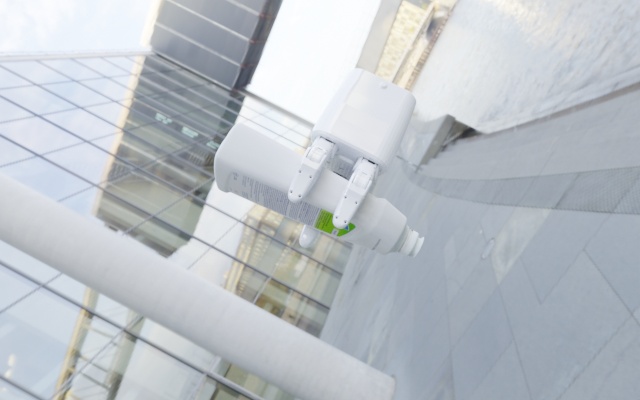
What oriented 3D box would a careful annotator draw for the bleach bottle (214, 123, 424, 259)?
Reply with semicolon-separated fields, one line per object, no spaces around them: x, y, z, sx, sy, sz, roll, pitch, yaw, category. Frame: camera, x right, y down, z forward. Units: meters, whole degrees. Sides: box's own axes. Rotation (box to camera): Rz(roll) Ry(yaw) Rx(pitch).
0.000;0.002;0.565;0.251;0.068;0.103;27;-22;3;bleach bottle
